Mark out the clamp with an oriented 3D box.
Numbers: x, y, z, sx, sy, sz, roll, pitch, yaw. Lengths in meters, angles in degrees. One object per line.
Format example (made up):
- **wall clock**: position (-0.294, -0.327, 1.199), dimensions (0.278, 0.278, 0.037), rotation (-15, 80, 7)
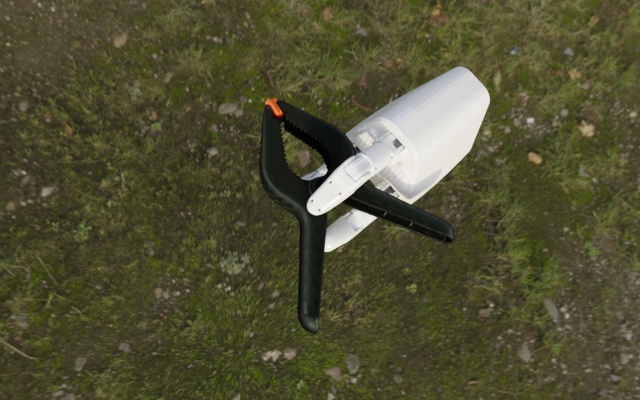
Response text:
- **clamp**: position (0.000, 0.001, 0.433), dimensions (0.164, 0.210, 0.036), rotation (-37, -8, -18)
